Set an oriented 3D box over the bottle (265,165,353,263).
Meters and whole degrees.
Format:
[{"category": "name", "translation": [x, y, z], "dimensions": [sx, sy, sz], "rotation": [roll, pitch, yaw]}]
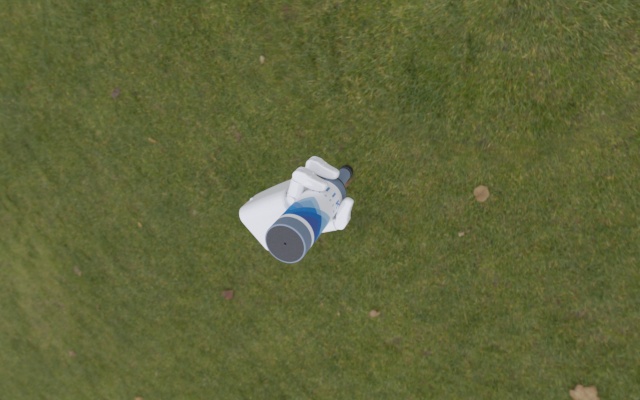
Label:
[{"category": "bottle", "translation": [0.000, 0.003, 0.825], "dimensions": [0.069, 0.069, 0.295], "rotation": [0, 25, 23]}]
